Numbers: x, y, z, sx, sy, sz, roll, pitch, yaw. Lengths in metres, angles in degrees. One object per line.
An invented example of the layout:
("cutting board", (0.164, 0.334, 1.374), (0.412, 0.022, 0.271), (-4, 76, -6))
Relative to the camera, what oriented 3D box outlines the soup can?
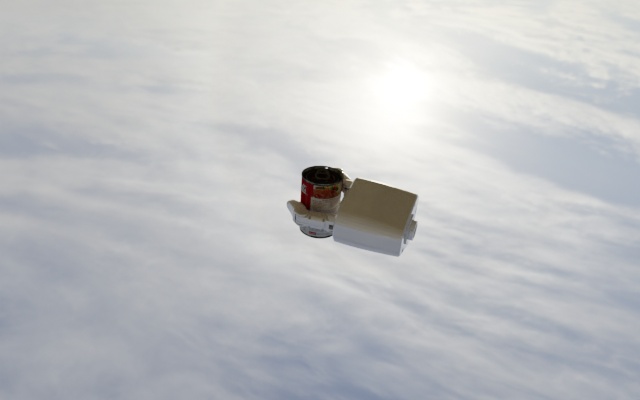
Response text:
("soup can", (0.000, 0.003, 0.783), (0.068, 0.102, 0.068), (3, 30, -2))
